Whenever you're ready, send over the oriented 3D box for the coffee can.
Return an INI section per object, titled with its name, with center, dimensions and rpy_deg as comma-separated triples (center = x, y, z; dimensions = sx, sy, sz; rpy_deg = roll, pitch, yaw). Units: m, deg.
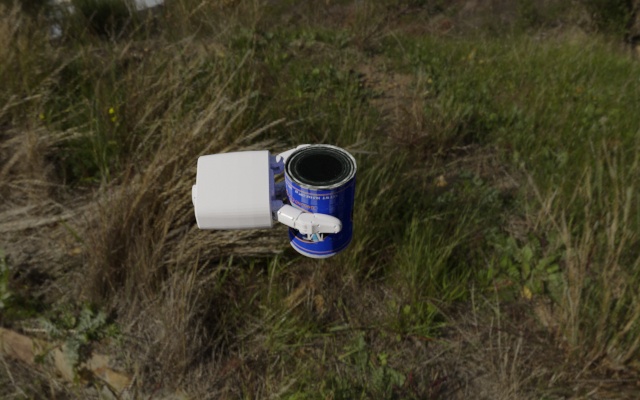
[coffee can]
center = 0.000, 0.002, 0.715
dimensions = 0.103, 0.140, 0.102
rpy_deg = 0, 42, 0
